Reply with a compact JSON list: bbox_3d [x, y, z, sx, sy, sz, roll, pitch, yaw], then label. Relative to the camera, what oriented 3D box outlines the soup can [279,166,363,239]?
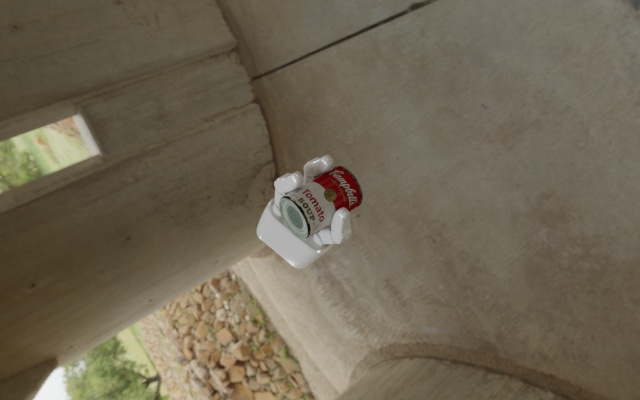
[{"bbox_3d":[0.000,0.002,0.675,0.102,0.068,0.068,-31,16,-29],"label":"soup can"}]
